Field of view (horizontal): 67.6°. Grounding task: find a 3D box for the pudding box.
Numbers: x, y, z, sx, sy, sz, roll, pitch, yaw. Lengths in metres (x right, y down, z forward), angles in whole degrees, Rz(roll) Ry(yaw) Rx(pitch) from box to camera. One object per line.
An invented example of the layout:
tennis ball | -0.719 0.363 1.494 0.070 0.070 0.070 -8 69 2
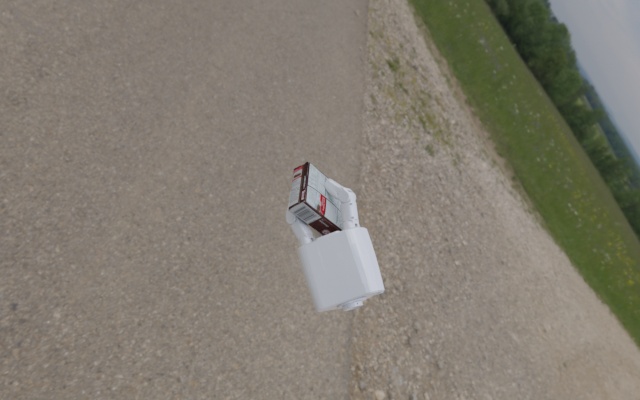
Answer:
pudding box | 0.000 0.003 0.800 0.039 0.090 0.113 -25 -47 31
